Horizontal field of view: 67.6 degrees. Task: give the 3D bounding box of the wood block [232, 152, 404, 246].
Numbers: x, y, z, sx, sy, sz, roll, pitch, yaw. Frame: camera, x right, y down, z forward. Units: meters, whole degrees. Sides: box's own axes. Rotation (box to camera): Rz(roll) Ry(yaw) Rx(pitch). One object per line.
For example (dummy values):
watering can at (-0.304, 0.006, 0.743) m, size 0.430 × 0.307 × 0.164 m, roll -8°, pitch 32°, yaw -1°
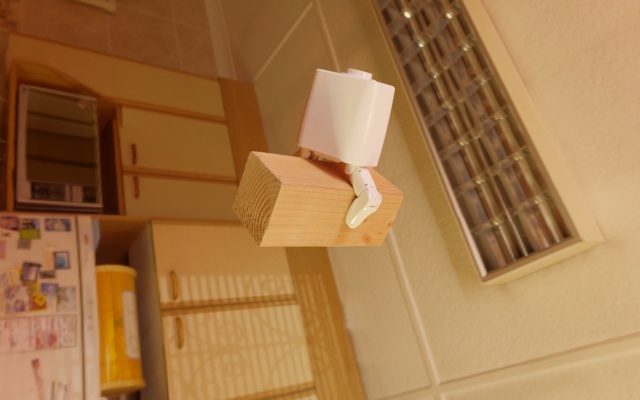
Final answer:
wood block at (0.001, 0.002, 0.648) m, size 0.206 × 0.090 × 0.090 m, roll 4°, pitch 28°, yaw -37°
